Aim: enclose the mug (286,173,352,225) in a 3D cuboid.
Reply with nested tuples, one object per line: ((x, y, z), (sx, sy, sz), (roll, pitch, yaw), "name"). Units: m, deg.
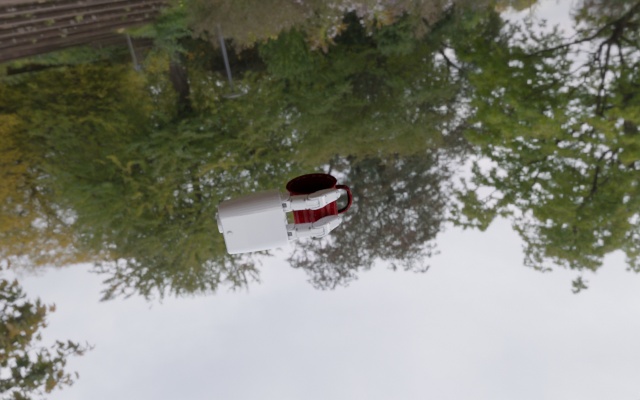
((0.002, 0.003, 0.874), (0.117, 0.081, 0.093), (-9, 25, -4), "mug")
